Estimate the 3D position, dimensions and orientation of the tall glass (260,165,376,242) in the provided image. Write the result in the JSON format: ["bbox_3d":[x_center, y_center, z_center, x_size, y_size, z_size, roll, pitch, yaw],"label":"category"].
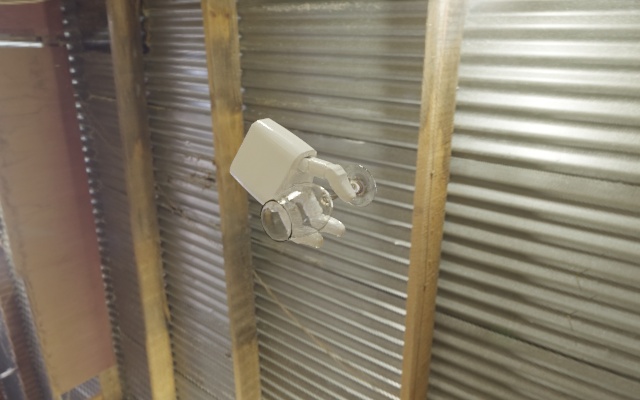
[{"bbox_3d":[0.001,0.002,0.731,0.079,0.079,0.201,0,16,40],"label":"tall glass"}]
